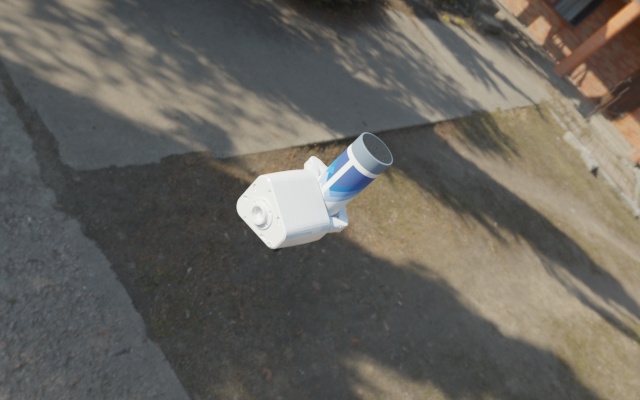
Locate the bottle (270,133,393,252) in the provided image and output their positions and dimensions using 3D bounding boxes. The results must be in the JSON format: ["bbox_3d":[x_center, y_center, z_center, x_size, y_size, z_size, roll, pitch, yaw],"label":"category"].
[{"bbox_3d":[0.000,0.003,0.829,0.069,0.069,0.296,0,-35,-47],"label":"bottle"}]
